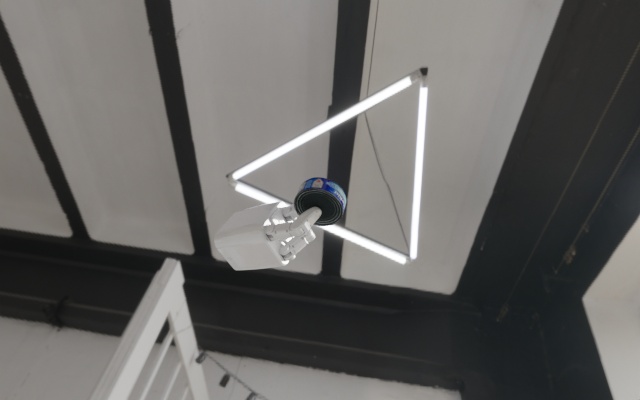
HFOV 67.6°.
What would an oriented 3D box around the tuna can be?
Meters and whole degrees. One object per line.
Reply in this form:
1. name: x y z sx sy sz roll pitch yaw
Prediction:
1. tuna can: 0.000 0.002 0.811 0.086 0.086 0.033 0 42 18
